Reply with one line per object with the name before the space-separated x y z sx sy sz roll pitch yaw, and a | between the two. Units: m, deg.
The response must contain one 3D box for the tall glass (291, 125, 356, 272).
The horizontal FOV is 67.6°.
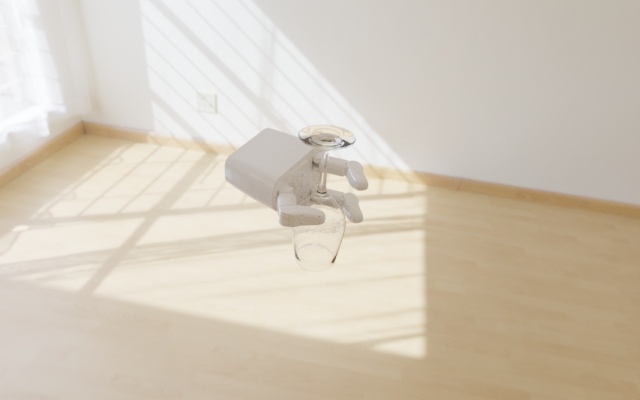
tall glass | 0.000 0.002 0.660 0.079 0.201 0.079 4 32 -2
